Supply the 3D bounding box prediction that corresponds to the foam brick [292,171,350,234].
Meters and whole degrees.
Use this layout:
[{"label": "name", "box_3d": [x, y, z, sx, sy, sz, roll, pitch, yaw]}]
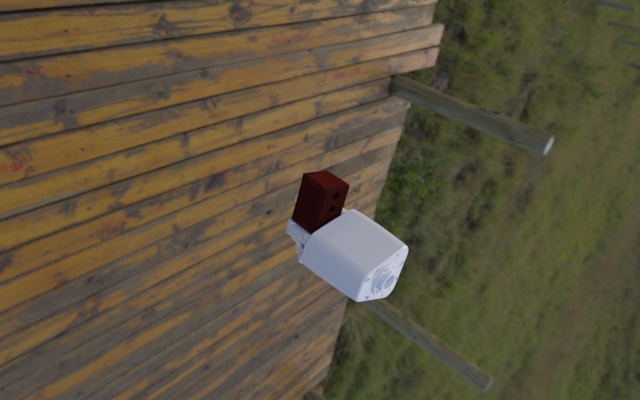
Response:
[{"label": "foam brick", "box_3d": [0.000, 0.002, 0.703, 0.053, 0.078, 0.051, -13, 38, -45]}]
